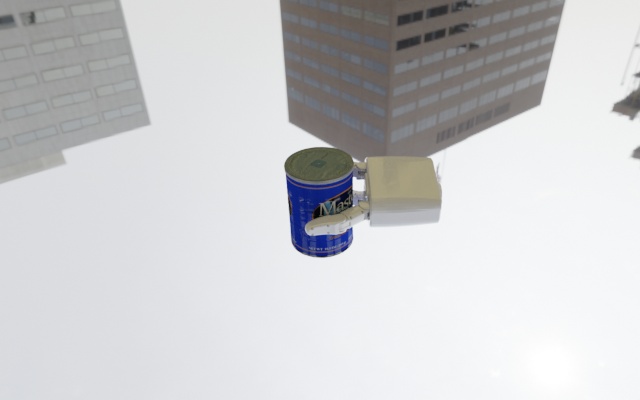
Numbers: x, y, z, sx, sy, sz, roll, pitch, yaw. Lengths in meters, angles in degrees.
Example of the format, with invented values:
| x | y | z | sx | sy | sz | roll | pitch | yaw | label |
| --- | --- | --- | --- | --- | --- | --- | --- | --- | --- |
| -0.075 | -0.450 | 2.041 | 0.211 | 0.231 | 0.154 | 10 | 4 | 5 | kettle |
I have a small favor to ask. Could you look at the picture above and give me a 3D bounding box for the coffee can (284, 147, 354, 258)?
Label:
| x | y | z | sx | sy | sz | roll | pitch | yaw | label |
| --- | --- | --- | --- | --- | --- | --- | --- | --- | --- |
| 0.000 | 0.002 | 0.736 | 0.103 | 0.140 | 0.102 | -2 | 34 | 1 | coffee can |
